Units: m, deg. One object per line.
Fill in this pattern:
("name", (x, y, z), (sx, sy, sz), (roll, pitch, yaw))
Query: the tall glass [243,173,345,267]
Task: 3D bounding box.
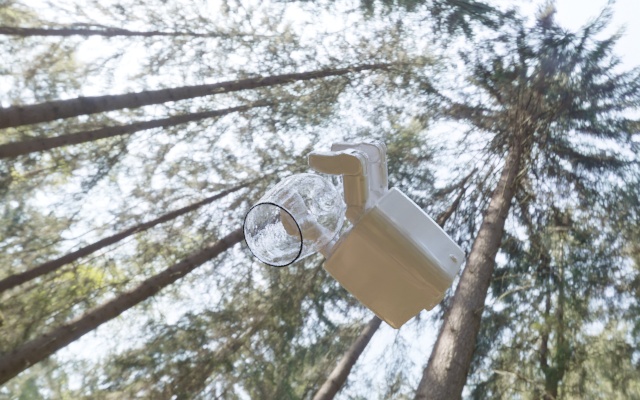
("tall glass", (0.000, 0.001, 0.505), (0.079, 0.079, 0.201), (0, 17, 27))
